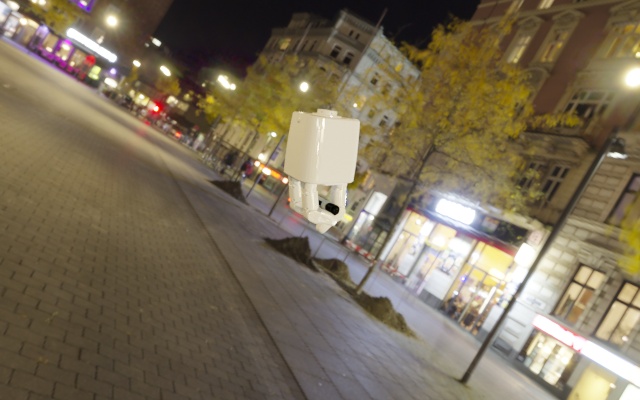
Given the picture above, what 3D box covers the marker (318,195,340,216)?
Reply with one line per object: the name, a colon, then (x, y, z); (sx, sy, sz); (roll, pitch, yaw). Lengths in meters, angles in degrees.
marker: (0.000, 0.003, 0.848); (0.020, 0.020, 0.121); (0, 15, -27)
